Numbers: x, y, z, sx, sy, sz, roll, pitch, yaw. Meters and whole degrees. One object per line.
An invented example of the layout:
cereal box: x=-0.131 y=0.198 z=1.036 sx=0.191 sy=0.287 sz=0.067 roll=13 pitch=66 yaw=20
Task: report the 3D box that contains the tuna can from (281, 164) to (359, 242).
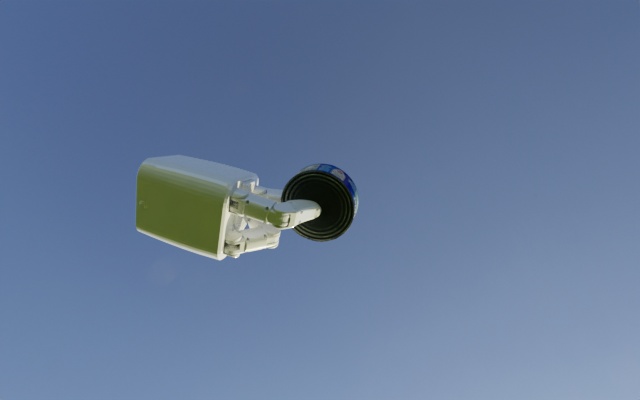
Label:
tuna can: x=0.000 y=0.002 z=0.548 sx=0.086 sy=0.086 sz=0.033 roll=0 pitch=21 yaw=16
